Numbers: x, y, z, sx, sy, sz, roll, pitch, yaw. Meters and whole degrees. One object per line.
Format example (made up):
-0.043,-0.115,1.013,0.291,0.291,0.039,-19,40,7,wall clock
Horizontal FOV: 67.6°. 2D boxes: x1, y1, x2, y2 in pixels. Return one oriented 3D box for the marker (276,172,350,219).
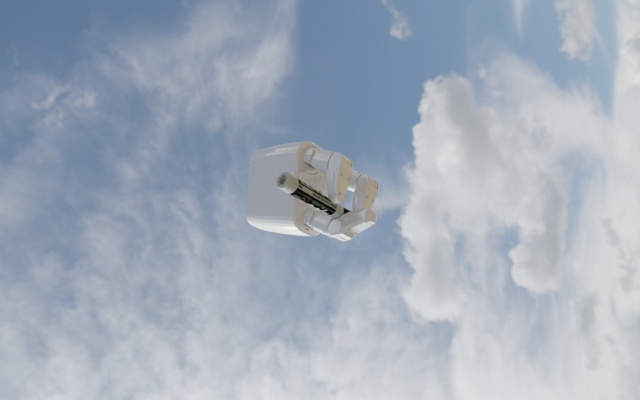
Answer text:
0.000,0.002,0.531,0.020,0.020,0.121,0,-23,45,marker
